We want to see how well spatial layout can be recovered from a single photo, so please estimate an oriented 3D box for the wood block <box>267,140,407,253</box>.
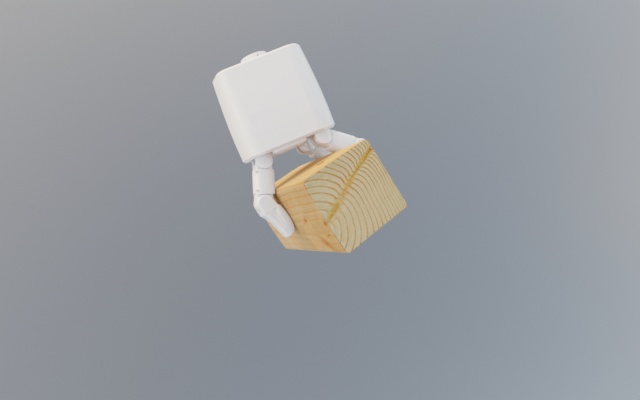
[{"bbox_3d":[0.000,0.002,0.590,0.091,0.090,0.206,-35,9,-20],"label":"wood block"}]
